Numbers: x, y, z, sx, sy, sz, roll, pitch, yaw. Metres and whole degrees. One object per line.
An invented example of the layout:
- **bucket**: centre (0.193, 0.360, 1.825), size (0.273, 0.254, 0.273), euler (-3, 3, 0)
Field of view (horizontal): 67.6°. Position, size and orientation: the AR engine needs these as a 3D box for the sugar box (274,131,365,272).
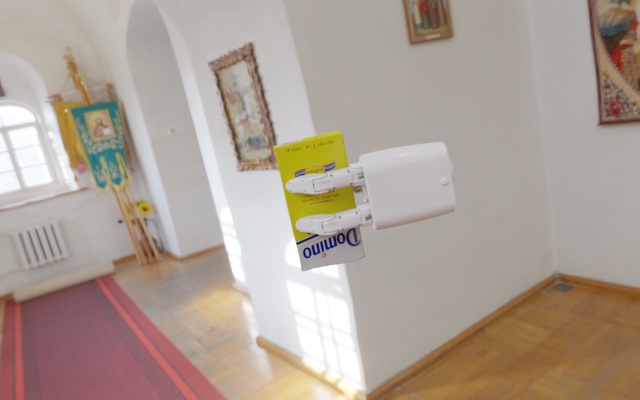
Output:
- **sugar box**: centre (0.000, 0.002, 0.647), size (0.093, 0.176, 0.048), euler (-12, 12, 0)
